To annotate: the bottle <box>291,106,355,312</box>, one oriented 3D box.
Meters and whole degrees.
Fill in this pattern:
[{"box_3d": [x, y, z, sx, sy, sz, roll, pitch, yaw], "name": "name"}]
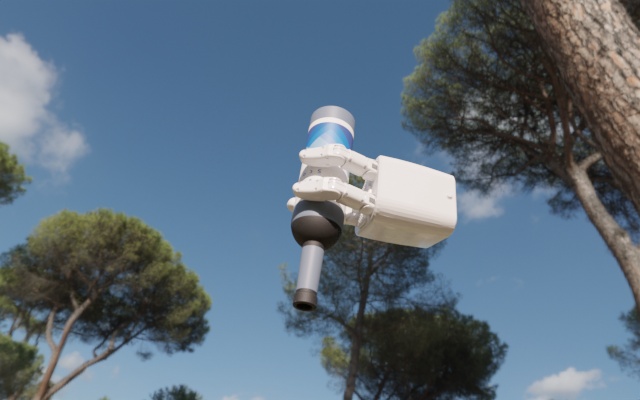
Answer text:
[{"box_3d": [0.000, 0.002, 0.626, 0.069, 0.295, 0.069, 6, -35, 4], "name": "bottle"}]
